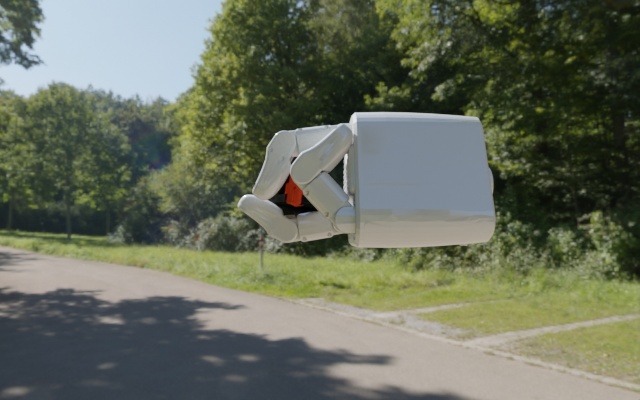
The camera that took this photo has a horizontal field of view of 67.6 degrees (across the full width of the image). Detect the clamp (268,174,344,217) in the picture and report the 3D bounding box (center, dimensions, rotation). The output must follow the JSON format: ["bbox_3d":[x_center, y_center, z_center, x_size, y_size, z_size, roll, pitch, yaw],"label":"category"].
[{"bbox_3d":[0.000,0.001,0.481,0.120,0.039,0.171,0,-4,-1],"label":"clamp"}]
